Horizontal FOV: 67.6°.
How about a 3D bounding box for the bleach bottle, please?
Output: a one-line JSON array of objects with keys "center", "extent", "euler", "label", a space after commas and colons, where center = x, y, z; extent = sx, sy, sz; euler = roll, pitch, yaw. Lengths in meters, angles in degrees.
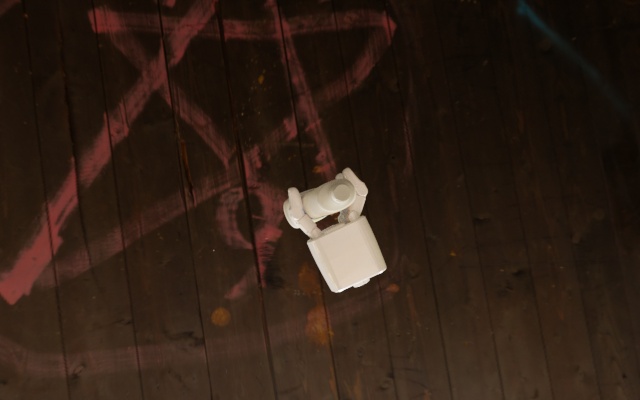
[{"center": [0.000, 0.003, 0.891], "extent": [0.102, 0.068, 0.251], "euler": [-23, 0, -14], "label": "bleach bottle"}]
